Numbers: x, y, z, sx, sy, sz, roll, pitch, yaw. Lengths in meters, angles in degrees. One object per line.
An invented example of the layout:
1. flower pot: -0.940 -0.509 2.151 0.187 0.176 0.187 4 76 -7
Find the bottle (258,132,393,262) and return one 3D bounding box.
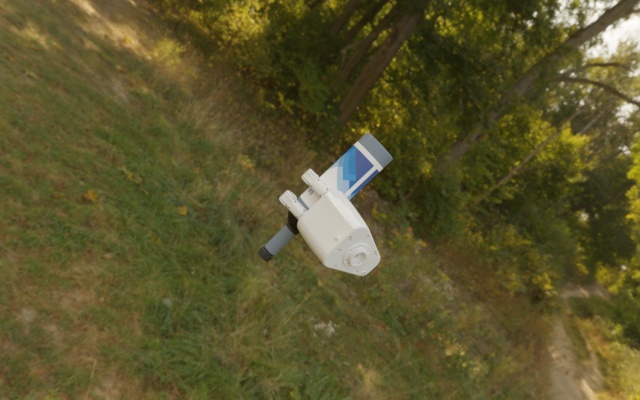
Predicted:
1. bottle: 0.000 0.003 0.866 0.296 0.069 0.069 -43 -5 5
